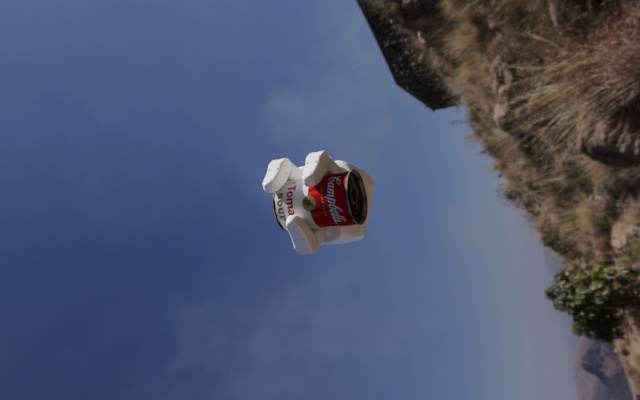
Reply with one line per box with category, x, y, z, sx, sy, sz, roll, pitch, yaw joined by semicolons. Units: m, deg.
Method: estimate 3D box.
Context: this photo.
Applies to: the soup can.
soup can;0.000;0.002;0.602;0.102;0.068;0.068;-8;-3;25
